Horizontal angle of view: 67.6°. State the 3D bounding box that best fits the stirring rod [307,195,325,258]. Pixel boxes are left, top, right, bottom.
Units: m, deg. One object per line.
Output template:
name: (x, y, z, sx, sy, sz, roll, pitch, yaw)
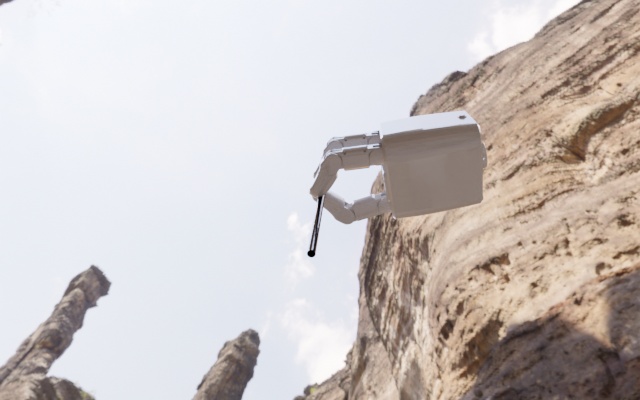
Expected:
stirring rod: (0.000, 0.002, 0.542, 0.011, 0.011, 0.239, 0, 23, 4)
